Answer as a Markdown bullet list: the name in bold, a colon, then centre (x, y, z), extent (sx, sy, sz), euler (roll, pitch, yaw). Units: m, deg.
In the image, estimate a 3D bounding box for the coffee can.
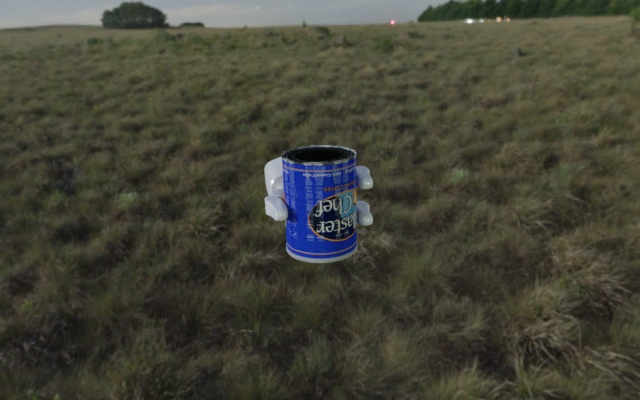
- **coffee can**: centre (0.000, 0.002, 0.665), extent (0.103, 0.140, 0.102), euler (-2, 19, 1)
